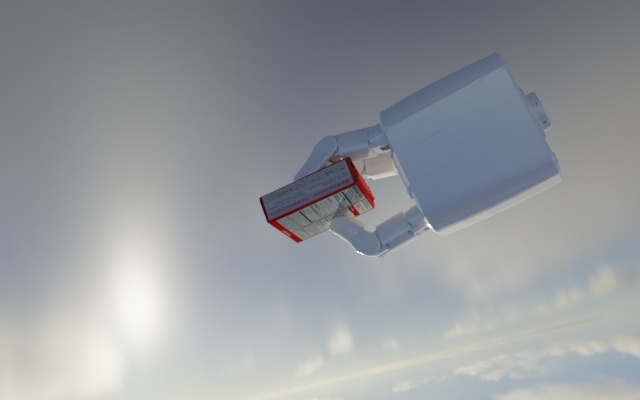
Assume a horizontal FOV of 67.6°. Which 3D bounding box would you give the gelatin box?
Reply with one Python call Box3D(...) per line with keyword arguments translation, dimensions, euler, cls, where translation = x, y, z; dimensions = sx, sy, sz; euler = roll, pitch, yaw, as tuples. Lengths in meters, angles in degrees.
Box3D(translation=(0.000, 0.002, 0.438), dimensions=(0.089, 0.030, 0.073), euler=(-25, -24, 9), cls="gelatin box")
